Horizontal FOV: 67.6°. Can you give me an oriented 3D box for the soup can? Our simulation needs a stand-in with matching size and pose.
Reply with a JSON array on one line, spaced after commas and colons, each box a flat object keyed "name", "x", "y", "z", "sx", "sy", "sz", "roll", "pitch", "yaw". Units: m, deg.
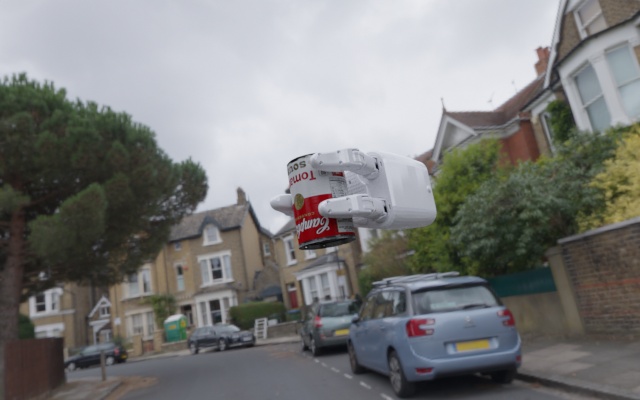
[{"name": "soup can", "x": 0.000, "y": 0.002, "z": 0.562, "sx": 0.068, "sy": 0.102, "sz": 0.068, "roll": -9, "pitch": -12, "yaw": -2}]
